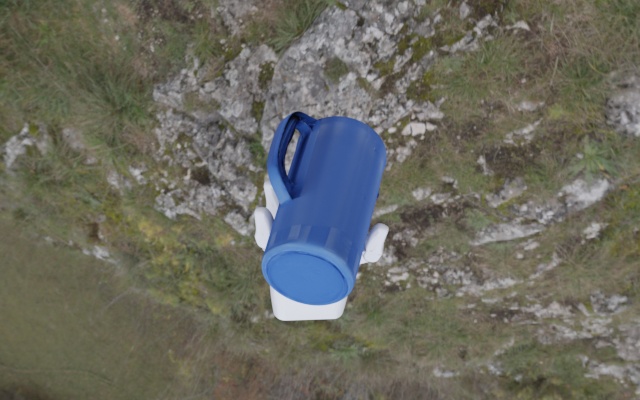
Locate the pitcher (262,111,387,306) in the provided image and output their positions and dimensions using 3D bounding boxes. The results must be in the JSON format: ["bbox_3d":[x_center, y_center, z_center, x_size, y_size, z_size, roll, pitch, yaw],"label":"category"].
[{"bbox_3d":[0.000,0.002,0.612,0.149,0.145,0.242,11,43,6],"label":"pitcher"}]
